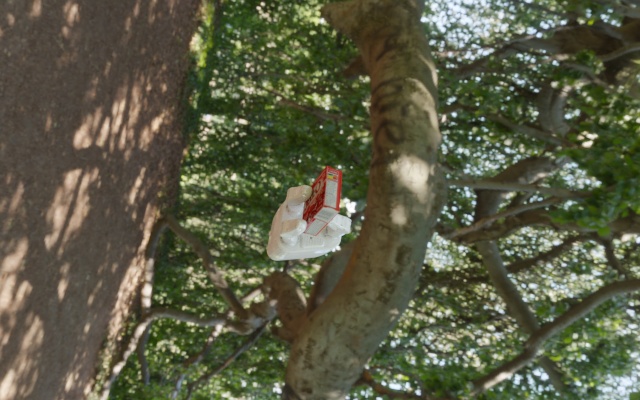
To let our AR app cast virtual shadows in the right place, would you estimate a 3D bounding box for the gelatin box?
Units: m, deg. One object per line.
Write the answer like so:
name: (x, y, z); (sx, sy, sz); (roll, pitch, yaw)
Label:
gelatin box: (0.001, 0.002, 0.724); (0.030, 0.073, 0.089); (18, -34, -17)
